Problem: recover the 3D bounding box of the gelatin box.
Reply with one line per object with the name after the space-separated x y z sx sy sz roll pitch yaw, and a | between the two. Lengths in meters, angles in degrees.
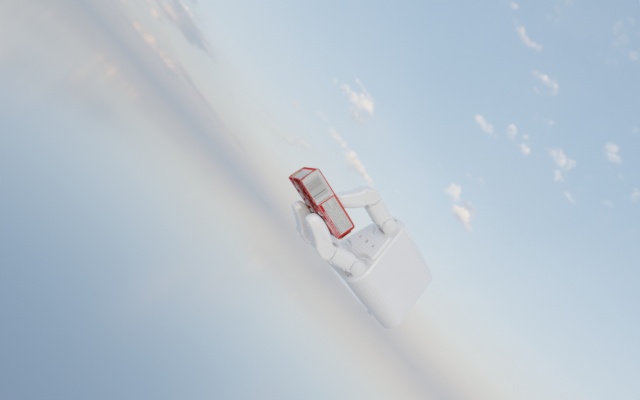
0.000 0.001 0.598 0.030 0.089 0.073 -35 13 -9 | gelatin box
